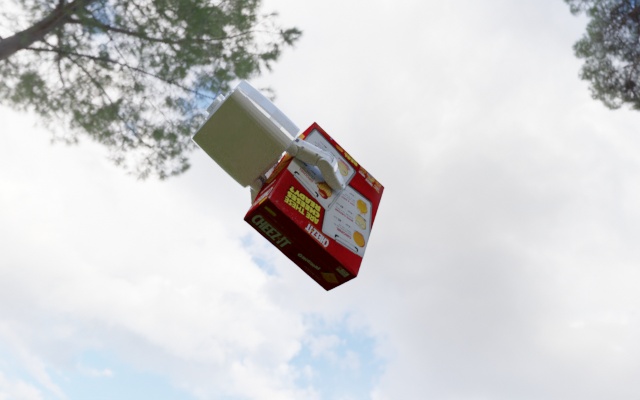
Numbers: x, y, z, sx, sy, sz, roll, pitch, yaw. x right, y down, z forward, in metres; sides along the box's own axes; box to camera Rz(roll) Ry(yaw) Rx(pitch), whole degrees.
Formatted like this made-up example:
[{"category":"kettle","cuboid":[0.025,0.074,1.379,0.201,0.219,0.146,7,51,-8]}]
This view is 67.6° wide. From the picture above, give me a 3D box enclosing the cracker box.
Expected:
[{"category":"cracker box","cuboid":[0.000,0.002,0.714,0.072,0.164,0.213,-37,18,37]}]
